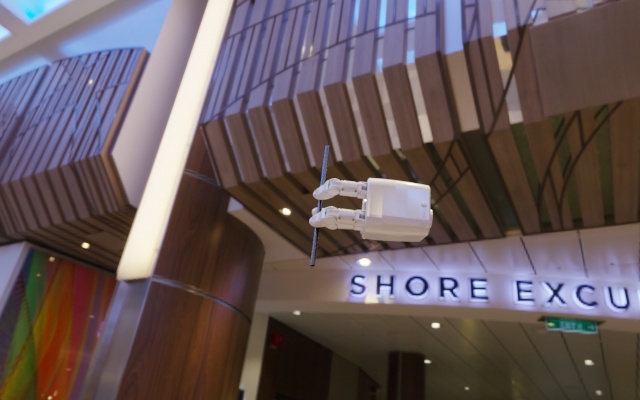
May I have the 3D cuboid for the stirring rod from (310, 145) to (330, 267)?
[{"bbox_3d":[0.000,0.003,0.845,0.011,0.239,0.011,6,-29,3],"label":"stirring rod"}]
